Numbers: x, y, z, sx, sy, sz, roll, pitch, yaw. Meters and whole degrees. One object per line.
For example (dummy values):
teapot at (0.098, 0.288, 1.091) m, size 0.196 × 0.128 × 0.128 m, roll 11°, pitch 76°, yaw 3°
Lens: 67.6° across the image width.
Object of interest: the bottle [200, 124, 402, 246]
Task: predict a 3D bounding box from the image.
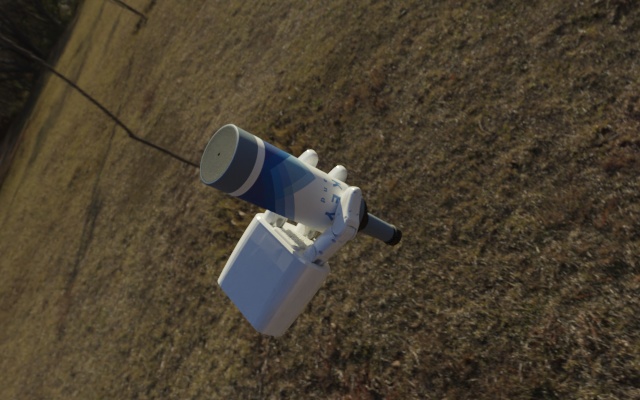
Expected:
bottle at (0.000, 0.002, 0.573) m, size 0.296 × 0.069 × 0.069 m, roll 25°, pitch -17°, yaw -39°
